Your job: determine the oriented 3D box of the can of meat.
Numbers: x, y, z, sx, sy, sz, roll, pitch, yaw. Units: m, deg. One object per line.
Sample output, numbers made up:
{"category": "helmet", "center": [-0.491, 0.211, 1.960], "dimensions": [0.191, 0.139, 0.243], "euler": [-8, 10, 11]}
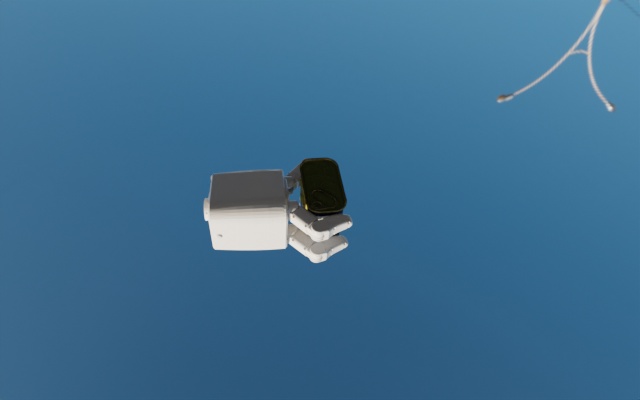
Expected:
{"category": "can of meat", "center": [0.000, 0.002, 0.703], "dimensions": [0.057, 0.102, 0.084], "euler": [-4, -39, -9]}
